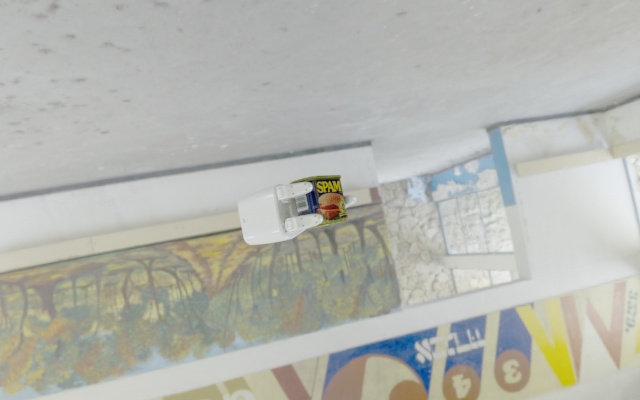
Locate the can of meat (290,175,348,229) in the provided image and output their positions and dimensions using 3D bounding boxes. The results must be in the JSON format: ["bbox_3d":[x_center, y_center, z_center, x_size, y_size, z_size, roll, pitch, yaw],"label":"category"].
[{"bbox_3d":[0.000,0.003,0.833,0.057,0.084,0.102,-14,-5,37],"label":"can of meat"}]
